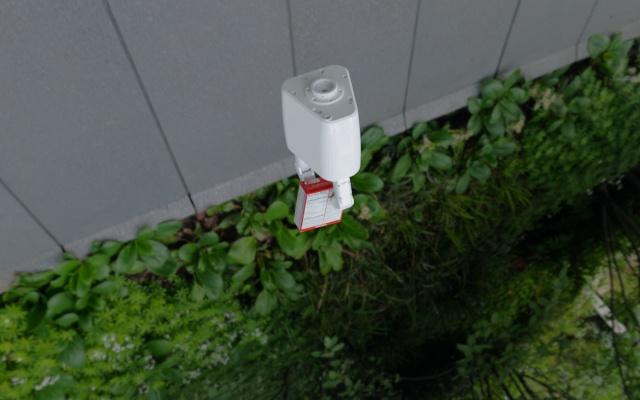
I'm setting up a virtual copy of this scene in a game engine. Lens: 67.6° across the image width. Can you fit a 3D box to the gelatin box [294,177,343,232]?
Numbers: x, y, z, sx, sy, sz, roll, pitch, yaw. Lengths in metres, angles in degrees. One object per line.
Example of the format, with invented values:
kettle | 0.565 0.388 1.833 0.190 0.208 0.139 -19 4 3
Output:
gelatin box | 0.000 0.003 0.741 0.073 0.089 0.030 -14 49 -24
